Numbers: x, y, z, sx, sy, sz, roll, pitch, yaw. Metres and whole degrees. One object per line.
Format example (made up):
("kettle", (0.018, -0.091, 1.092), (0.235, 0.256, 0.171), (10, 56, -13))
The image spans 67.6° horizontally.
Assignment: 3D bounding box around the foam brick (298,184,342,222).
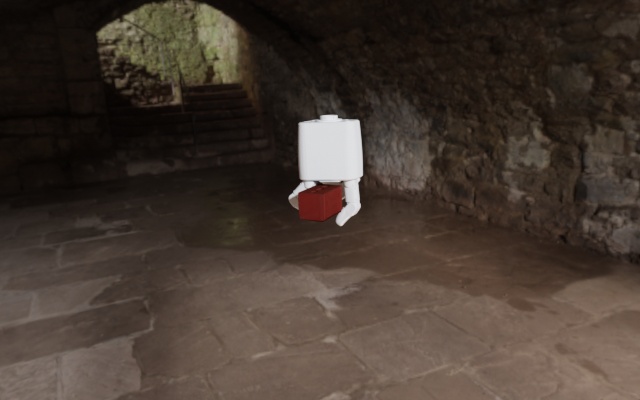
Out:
("foam brick", (0.000, 0.003, 0.875), (0.053, 0.051, 0.078), (6, 16, 27))
